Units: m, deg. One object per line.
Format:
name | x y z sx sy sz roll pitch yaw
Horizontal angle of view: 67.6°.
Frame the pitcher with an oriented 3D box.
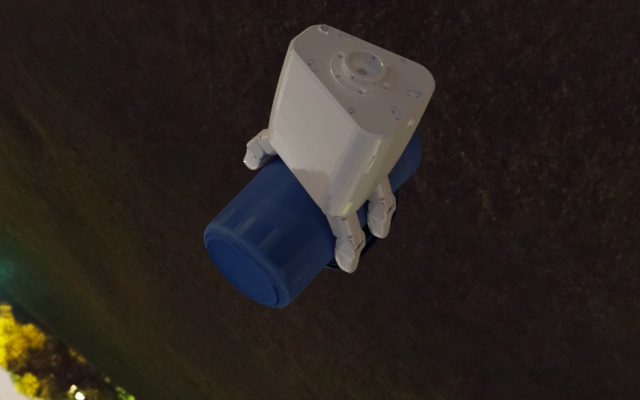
pitcher | 0.000 0.002 0.517 0.149 0.242 0.145 38 -32 8
